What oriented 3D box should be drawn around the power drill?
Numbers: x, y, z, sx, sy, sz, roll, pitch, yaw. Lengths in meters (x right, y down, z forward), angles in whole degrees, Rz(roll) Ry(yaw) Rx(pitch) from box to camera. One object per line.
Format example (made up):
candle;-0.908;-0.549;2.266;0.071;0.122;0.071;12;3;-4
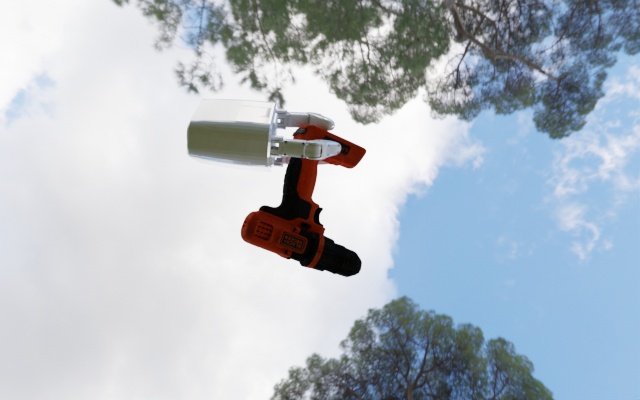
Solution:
power drill;0.000;0.002;0.676;0.184;0.187;0.057;23;-10;-21
